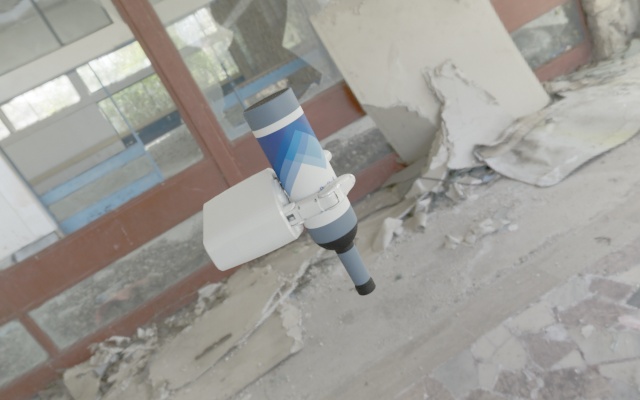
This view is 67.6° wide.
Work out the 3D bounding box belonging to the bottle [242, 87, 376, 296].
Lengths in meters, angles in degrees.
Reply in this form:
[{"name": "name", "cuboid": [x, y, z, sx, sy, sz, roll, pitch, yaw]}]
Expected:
[{"name": "bottle", "cuboid": [0.000, 0.002, 0.622, 0.069, 0.296, 0.069, -25, 19, 9]}]
